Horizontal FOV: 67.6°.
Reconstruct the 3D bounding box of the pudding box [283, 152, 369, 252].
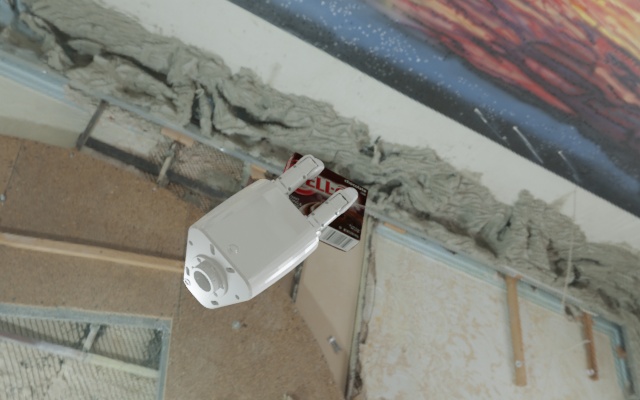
[{"bbox_3d":[0.000,0.002,0.595,0.113,0.090,0.039,28,-44,-15],"label":"pudding box"}]
